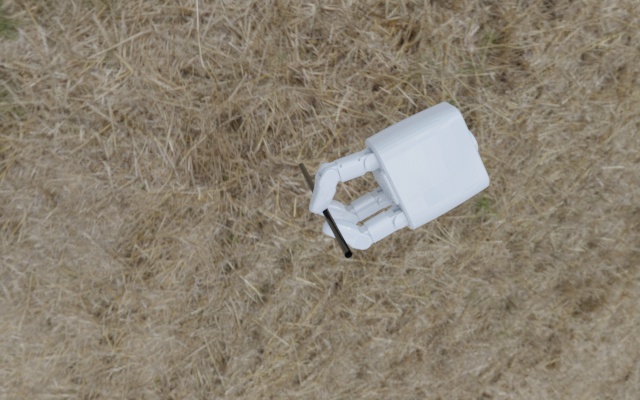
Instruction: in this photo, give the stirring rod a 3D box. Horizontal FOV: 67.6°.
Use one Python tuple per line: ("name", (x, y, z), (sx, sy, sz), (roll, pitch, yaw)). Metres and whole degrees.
("stirring rod", (0.000, 0.002, 0.578), (0.011, 0.011, 0.239), (0, 26, -15))
